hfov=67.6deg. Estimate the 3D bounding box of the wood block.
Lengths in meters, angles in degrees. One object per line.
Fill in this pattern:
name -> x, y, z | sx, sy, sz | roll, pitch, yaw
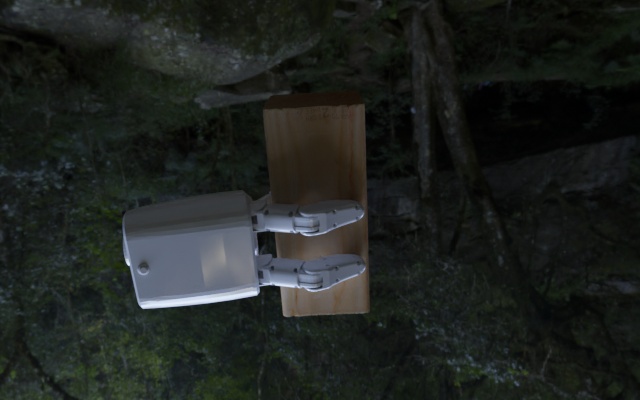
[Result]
wood block -> 0.000, 0.002, 0.479 | 0.090, 0.206, 0.090 | -3, 21, 0
